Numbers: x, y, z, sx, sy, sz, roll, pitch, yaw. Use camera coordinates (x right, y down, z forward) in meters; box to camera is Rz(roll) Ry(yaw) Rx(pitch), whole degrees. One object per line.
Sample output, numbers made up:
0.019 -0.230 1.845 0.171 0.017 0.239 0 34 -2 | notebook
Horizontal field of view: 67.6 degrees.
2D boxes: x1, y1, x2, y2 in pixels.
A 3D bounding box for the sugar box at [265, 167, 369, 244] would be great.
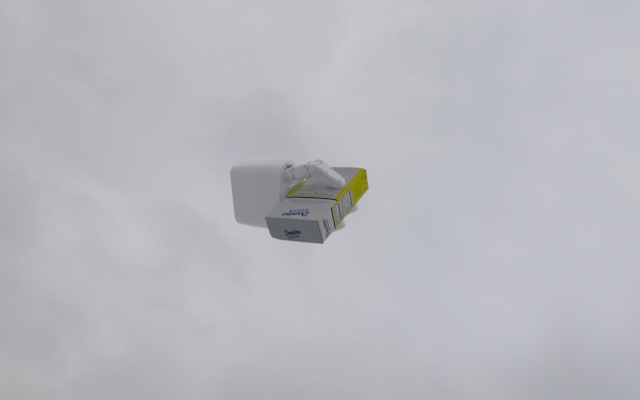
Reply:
0.000 0.003 0.750 0.093 0.048 0.176 3 32 30 | sugar box
